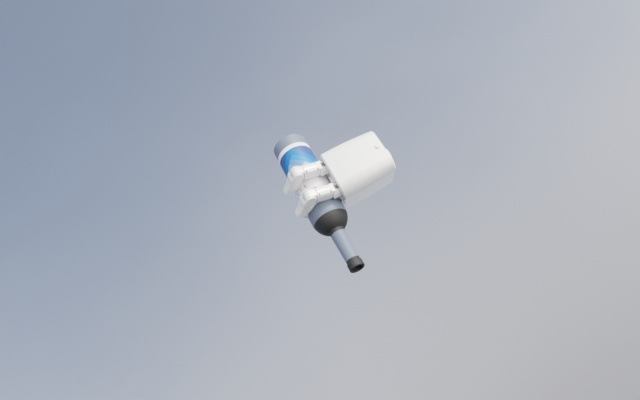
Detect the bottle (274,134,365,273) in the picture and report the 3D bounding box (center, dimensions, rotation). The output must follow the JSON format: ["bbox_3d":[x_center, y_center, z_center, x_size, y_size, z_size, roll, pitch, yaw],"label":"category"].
[{"bbox_3d":[0.000,0.003,0.865,0.069,0.295,0.069,-21,-32,-14],"label":"bottle"}]
